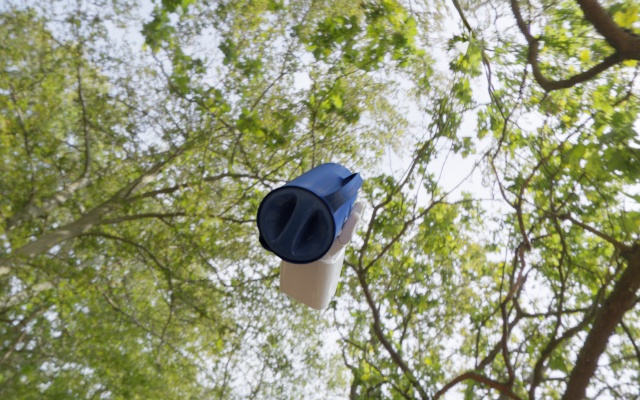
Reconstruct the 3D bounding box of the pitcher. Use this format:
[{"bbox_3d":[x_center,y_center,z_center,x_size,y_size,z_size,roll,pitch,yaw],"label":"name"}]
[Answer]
[{"bbox_3d":[0.000,0.003,0.855,0.149,0.145,0.242,13,20,13],"label":"pitcher"}]
